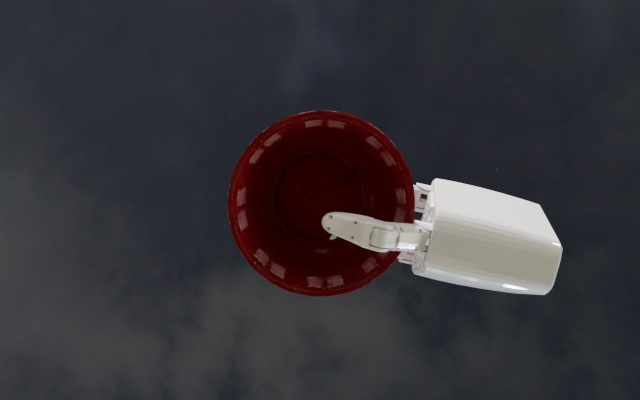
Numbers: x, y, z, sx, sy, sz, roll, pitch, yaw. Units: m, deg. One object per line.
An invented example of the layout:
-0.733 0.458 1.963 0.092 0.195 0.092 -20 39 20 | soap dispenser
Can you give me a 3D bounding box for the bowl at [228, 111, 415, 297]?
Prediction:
-0.001 0.001 0.433 0.162 0.162 0.055 0 9 -4 | bowl
